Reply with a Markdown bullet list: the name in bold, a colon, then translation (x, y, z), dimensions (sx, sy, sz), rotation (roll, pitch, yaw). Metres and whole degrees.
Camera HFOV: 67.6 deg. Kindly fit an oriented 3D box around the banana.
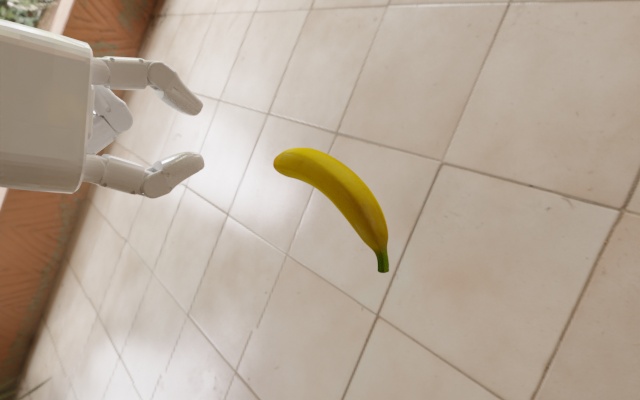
- **banana**: translation (0.008, -0.012, 0.492), dimensions (0.037, 0.070, 0.197), rotation (-7, 40, -40)
